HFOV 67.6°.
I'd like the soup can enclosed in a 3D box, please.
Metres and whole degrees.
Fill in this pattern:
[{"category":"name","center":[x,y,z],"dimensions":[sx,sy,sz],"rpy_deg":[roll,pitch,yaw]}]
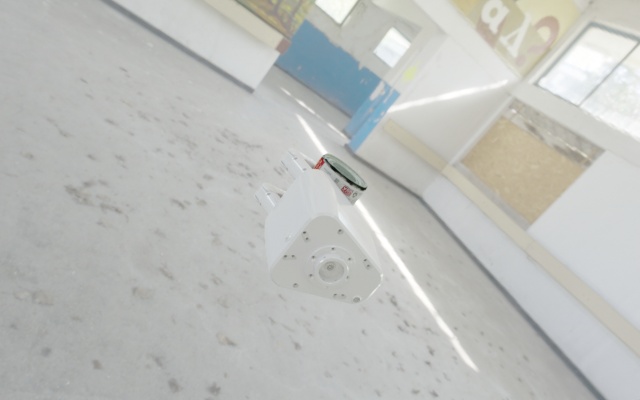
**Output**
[{"category":"soup can","center":[0.000,0.002,0.580],"dimensions":[0.068,0.102,0.068],"rpy_deg":[35,16,-12]}]
